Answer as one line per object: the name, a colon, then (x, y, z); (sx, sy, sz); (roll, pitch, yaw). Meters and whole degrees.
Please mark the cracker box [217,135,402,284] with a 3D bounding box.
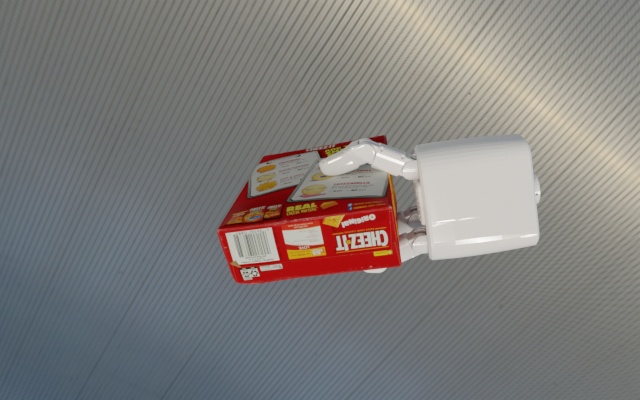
cracker box: (0.000, 0.002, 0.529); (0.164, 0.072, 0.213); (-8, 23, 10)
